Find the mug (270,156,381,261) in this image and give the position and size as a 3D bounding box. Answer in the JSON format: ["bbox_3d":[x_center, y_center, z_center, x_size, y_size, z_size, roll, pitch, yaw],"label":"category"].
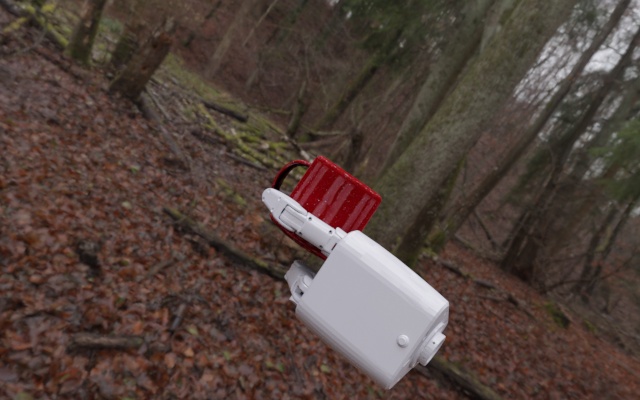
[{"bbox_3d":[-0.001,0.001,0.498,0.117,0.081,0.093,37,6,24],"label":"mug"}]
